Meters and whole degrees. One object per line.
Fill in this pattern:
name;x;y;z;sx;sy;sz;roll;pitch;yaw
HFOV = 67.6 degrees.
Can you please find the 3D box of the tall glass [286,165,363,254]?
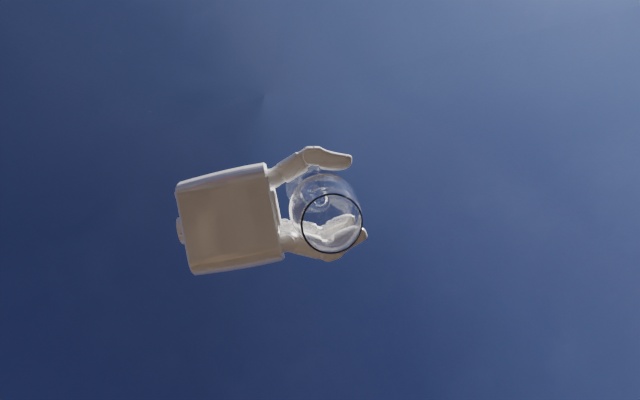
tall glass;0.000;0.002;0.560;0.079;0.079;0.201;0;12;-7
